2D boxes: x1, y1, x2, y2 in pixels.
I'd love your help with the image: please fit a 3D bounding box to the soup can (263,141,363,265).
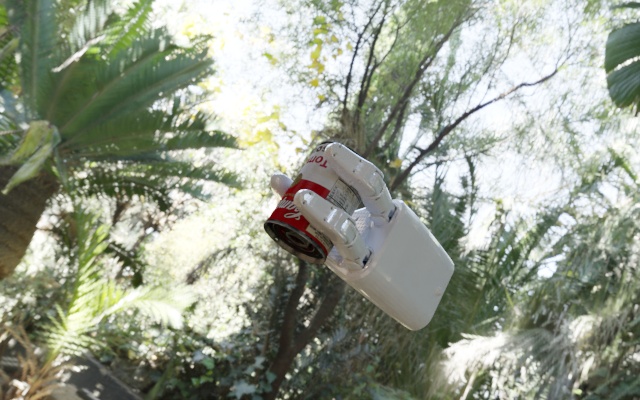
[{"bbox_3d":[0.000,0.001,0.466,0.068,0.102,0.068,27,-23,13],"label":"soup can"}]
